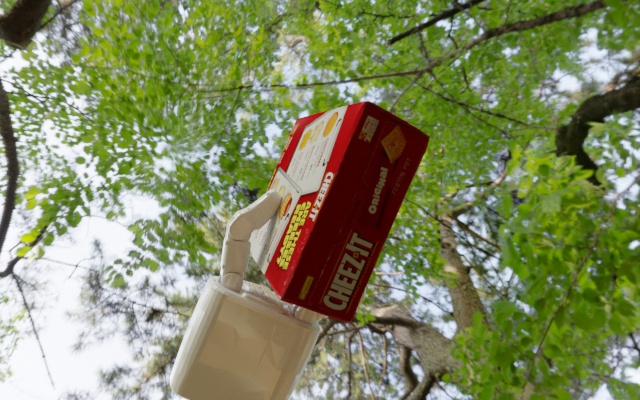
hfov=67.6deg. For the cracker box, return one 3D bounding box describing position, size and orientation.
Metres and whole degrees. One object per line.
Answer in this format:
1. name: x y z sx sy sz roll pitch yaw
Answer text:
1. cracker box: 0.000 0.001 0.462 0.072 0.164 0.213 23 -1 -18
